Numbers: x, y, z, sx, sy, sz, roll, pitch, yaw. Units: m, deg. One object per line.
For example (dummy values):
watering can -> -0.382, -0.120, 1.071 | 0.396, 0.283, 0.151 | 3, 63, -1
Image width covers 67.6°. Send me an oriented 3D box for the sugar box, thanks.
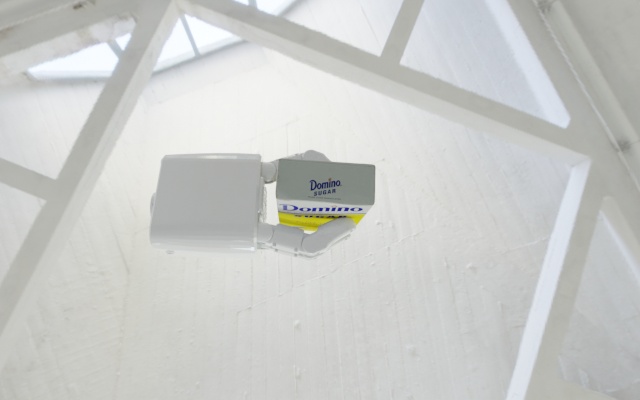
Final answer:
sugar box -> 0.000, 0.002, 0.518 | 0.093, 0.048, 0.176 | 4, -10, -2
